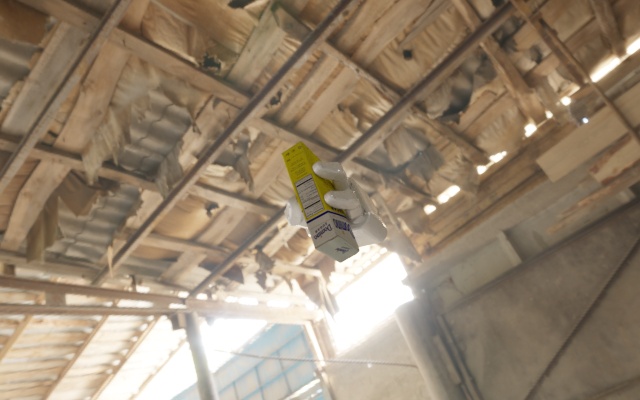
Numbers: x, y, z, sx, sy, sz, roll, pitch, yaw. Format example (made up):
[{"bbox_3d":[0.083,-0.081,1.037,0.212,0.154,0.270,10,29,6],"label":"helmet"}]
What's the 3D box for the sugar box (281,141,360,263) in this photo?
[{"bbox_3d":[0.001,0.002,0.736,0.048,0.176,0.093,-32,-30,13],"label":"sugar box"}]
